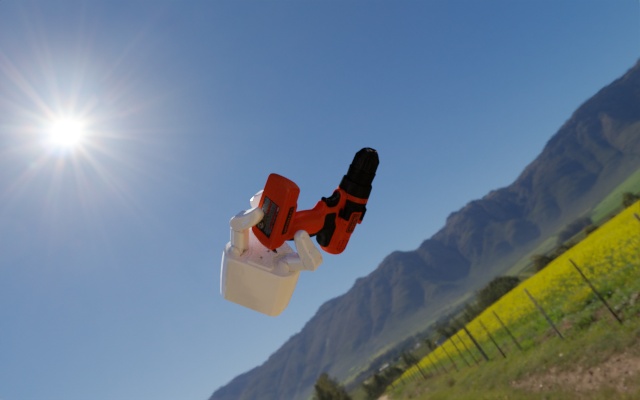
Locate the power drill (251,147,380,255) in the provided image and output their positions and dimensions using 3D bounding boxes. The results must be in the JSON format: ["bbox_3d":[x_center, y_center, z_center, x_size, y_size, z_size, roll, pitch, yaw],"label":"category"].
[{"bbox_3d":[0.000,0.003,0.708,0.187,0.184,0.057,1,26,-45],"label":"power drill"}]
